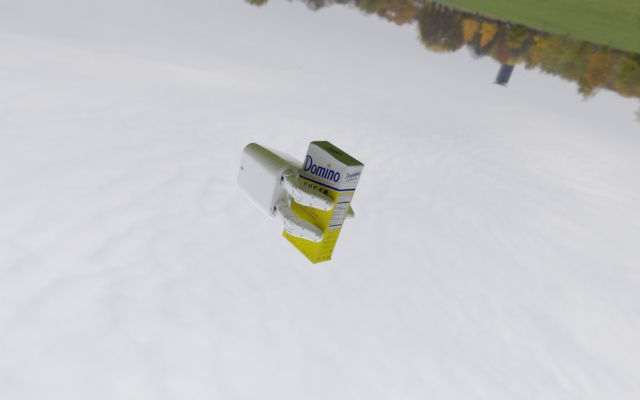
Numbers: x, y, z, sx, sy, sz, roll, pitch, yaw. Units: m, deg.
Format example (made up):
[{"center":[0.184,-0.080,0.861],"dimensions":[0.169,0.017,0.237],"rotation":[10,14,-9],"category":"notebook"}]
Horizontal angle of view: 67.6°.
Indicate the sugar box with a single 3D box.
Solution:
[{"center":[0.000,0.003,0.760],"dimensions":[0.048,0.176,0.093],"rotation":[-8,34,-42],"category":"sugar box"}]
